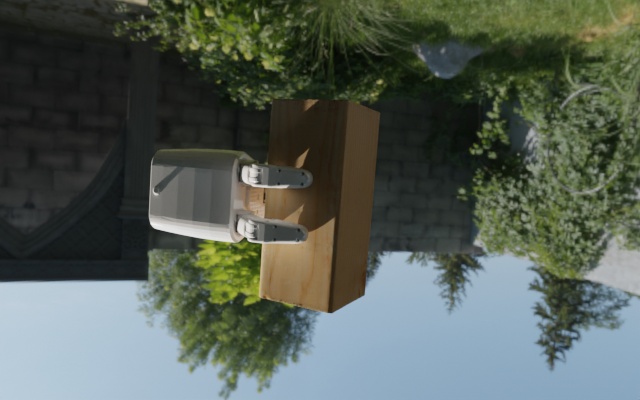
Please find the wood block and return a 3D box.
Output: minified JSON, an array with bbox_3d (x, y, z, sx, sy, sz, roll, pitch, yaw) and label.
[{"bbox_3d":[0.000,0.002,0.513,0.090,0.206,0.091,7,5,26],"label":"wood block"}]
